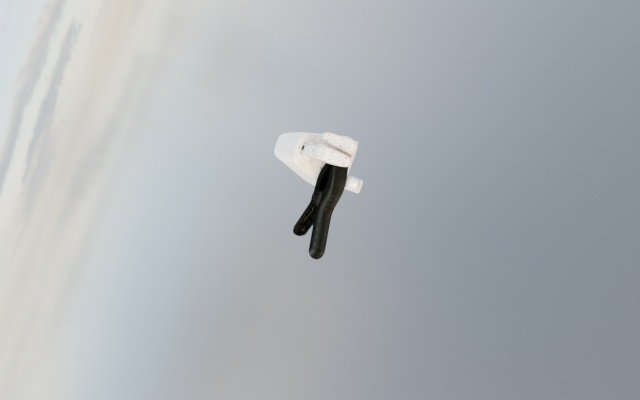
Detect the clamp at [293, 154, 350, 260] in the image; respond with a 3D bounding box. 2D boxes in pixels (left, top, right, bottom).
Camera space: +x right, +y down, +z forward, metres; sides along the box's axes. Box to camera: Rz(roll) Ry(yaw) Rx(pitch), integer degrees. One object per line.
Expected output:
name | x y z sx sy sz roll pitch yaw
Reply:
clamp | 0.000 0.002 0.782 0.039 0.171 0.120 20 0 -28
